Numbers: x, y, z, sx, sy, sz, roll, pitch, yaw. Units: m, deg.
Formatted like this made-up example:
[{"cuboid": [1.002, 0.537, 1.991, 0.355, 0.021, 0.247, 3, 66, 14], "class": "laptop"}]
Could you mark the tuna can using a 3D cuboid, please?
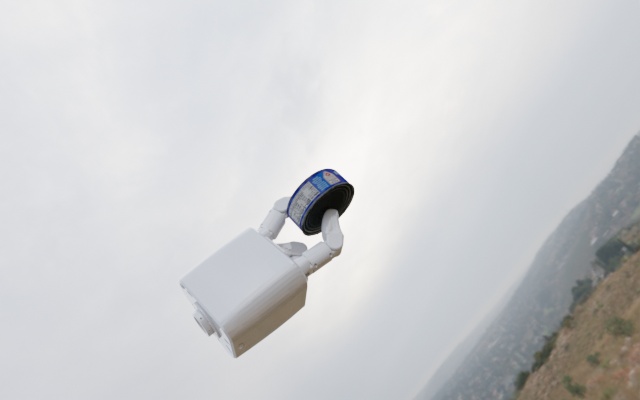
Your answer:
[{"cuboid": [0.000, 0.002, 0.596, 0.033, 0.086, 0.086, 45, 23, 25], "class": "tuna can"}]
